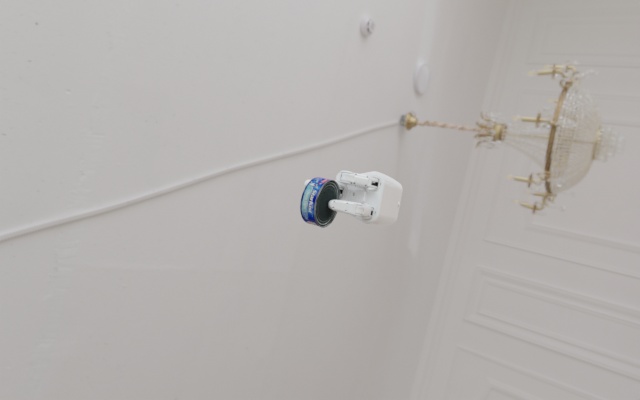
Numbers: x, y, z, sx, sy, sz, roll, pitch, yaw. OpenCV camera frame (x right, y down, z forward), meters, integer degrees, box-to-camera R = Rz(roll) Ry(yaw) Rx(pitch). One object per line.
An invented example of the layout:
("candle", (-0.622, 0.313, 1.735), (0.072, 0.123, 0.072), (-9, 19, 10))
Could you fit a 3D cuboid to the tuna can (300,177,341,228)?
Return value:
("tuna can", (0.000, 0.003, 0.843), (0.033, 0.086, 0.086), (14, 7, 29))
